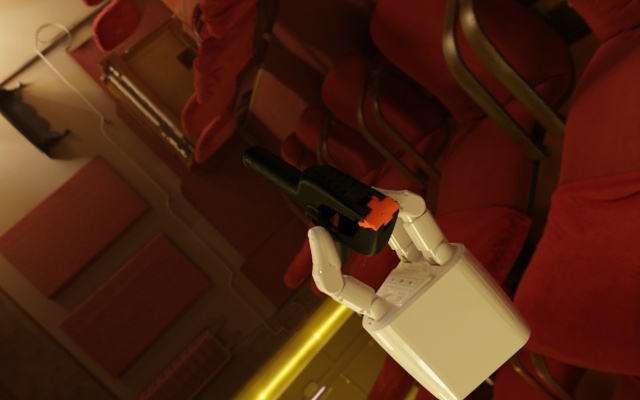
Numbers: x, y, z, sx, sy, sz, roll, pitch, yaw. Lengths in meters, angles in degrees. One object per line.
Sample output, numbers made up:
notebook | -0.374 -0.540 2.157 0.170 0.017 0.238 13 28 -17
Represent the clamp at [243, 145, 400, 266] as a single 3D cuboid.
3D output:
clamp | 0.000 0.002 0.433 0.036 0.164 0.210 -45 8 -15
